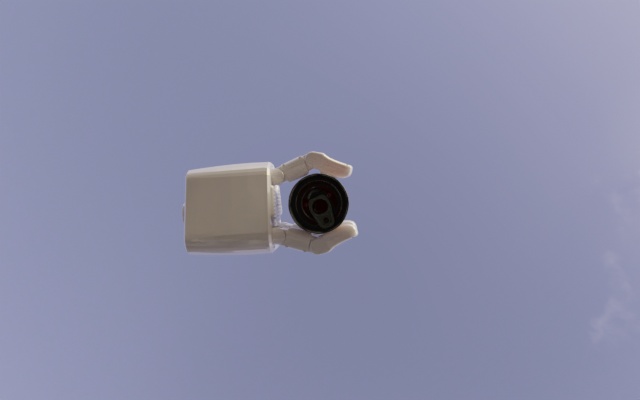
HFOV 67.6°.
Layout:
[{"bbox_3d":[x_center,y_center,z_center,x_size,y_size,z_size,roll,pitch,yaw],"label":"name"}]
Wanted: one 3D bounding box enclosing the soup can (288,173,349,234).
[{"bbox_3d":[0.001,0.002,0.580,0.068,0.068,0.102,0,2,3],"label":"soup can"}]
